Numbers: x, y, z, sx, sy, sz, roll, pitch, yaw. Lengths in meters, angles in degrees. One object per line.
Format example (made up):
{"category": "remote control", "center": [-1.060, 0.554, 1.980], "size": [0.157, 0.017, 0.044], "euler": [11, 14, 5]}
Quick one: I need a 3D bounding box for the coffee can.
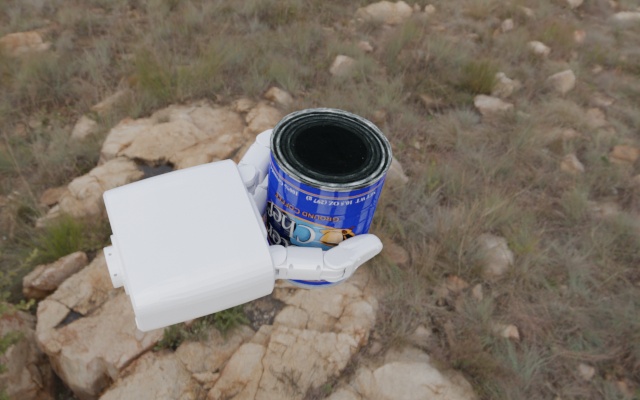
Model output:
{"category": "coffee can", "center": [0.000, 0.002, 0.443], "size": [0.103, 0.102, 0.140], "euler": [0, -43, -10]}
